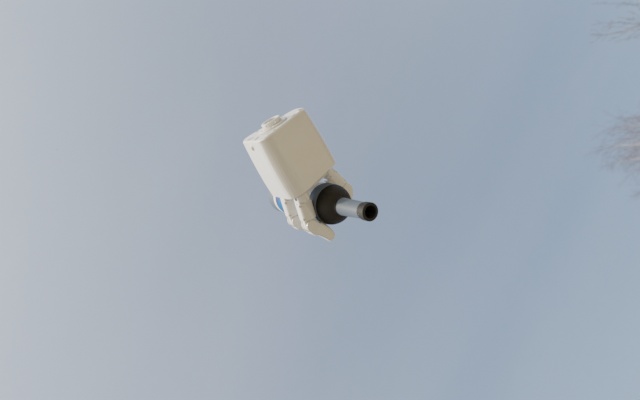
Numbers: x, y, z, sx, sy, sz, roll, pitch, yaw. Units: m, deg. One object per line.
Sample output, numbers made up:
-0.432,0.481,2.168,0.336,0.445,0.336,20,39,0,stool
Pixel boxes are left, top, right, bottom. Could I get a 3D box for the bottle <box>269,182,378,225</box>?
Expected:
0.000,0.003,0.802,0.069,0.069,0.295,0,5,-29,bottle
